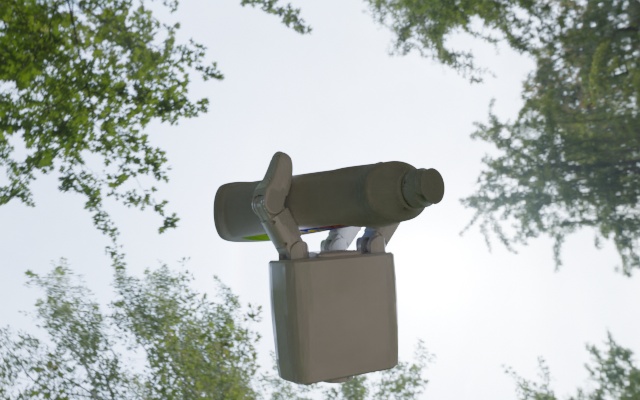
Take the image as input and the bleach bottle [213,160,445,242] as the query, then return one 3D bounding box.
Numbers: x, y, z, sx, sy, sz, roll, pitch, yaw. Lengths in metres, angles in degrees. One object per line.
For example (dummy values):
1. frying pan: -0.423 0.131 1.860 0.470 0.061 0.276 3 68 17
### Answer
1. bleach bottle: 0.000 0.001 0.450 0.102 0.068 0.251 2 -7 -39
